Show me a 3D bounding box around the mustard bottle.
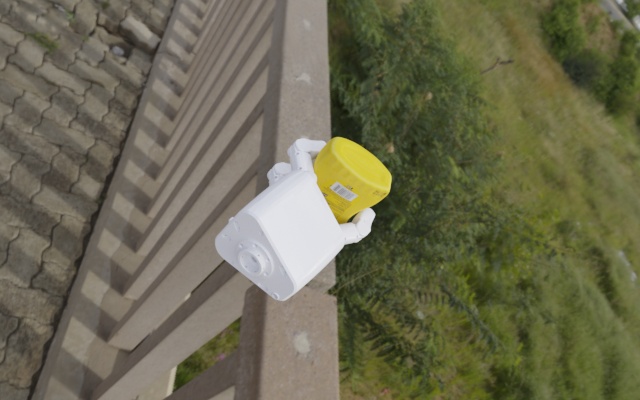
[{"bbox_3d":[0.000,0.002,0.643,0.096,0.058,0.192,32,-46,-17],"label":"mustard bottle"}]
